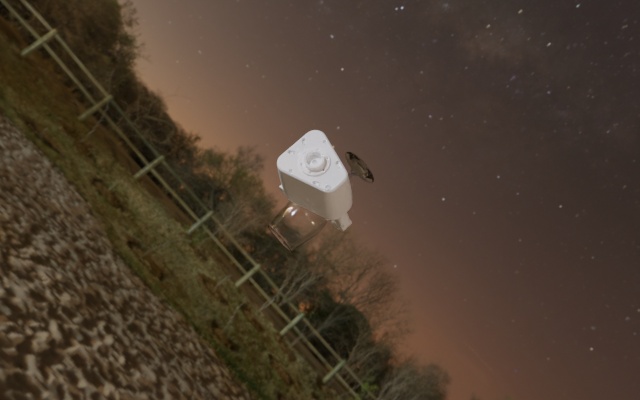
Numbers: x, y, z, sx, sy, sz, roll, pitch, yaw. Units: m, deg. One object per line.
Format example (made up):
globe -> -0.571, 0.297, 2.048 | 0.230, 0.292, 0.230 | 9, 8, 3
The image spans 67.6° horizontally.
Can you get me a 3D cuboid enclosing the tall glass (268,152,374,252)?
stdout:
tall glass -> 0.001, 0.002, 0.861 | 0.201, 0.079, 0.079 | -42, 11, -12
